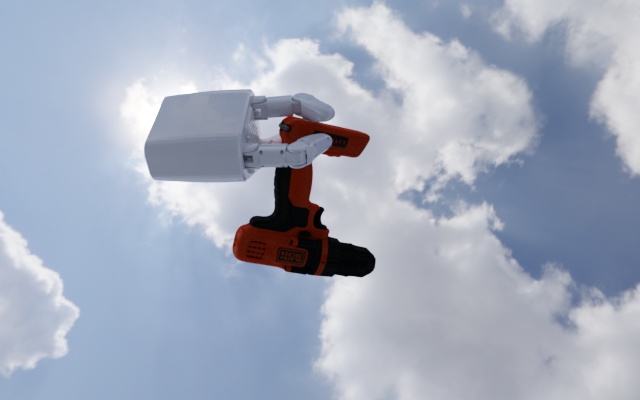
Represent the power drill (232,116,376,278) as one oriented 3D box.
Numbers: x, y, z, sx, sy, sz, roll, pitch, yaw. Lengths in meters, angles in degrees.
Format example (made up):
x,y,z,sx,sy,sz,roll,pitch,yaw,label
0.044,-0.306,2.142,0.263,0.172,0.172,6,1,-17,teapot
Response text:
x,y,z,sx,sy,sz,roll,pitch,yaw,label
0.000,0.001,0.580,0.184,0.188,0.057,11,10,-19,power drill
